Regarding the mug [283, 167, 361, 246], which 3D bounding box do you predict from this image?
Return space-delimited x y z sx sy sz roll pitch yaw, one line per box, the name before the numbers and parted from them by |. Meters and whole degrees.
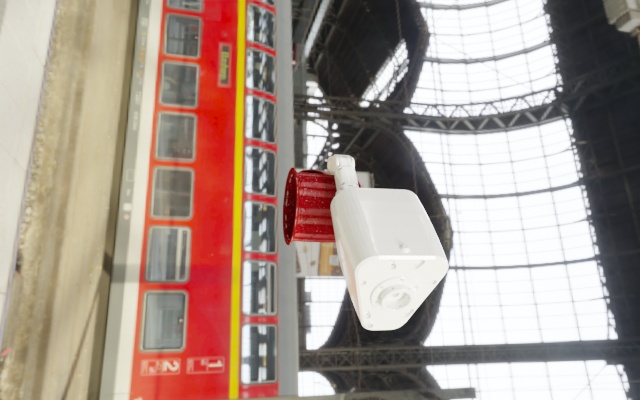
mug | 0.000 0.001 0.588 0.081 0.093 0.117 4 37 -13
